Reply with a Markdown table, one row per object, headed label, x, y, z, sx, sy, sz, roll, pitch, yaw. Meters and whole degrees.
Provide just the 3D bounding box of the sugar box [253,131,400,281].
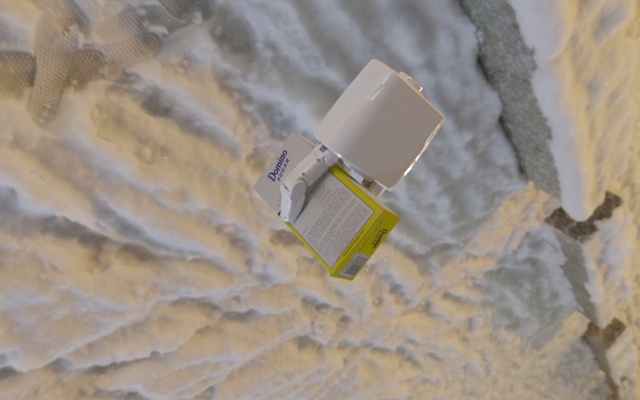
| label | x | y | z | sx | sy | sz | roll | pitch | yaw |
| --- | --- | --- | --- | --- | --- | --- | --- | --- | --- |
| sugar box | 0.001 | 0.002 | 0.562 | 0.048 | 0.093 | 0.176 | 24 | 17 | -49 |
